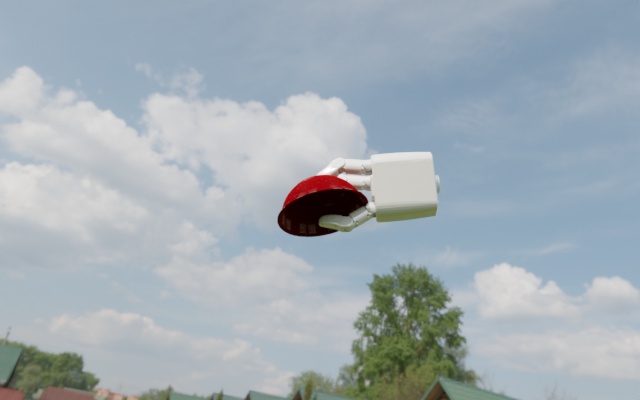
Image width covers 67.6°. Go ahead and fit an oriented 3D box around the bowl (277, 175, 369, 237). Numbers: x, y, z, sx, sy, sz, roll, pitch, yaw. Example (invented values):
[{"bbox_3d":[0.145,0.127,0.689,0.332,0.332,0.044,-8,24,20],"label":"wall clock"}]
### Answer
[{"bbox_3d":[-0.001,0.003,0.837,0.162,0.055,0.162,-10,-30,-6],"label":"bowl"}]
